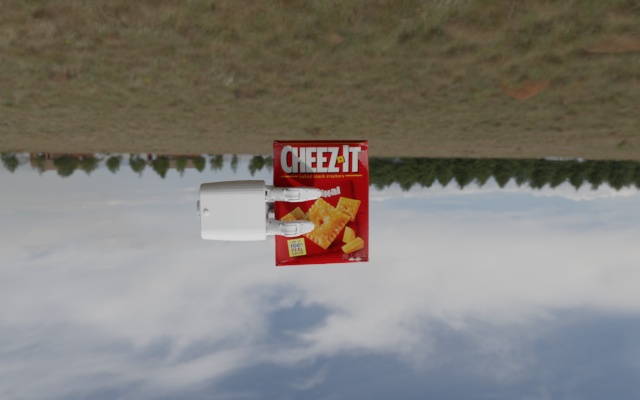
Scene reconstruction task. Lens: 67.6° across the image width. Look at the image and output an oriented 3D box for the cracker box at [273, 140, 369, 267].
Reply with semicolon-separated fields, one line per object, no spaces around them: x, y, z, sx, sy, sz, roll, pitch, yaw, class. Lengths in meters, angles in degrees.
0.000;0.003;0.828;0.164;0.214;0.072;-1;5;-6;cracker box
